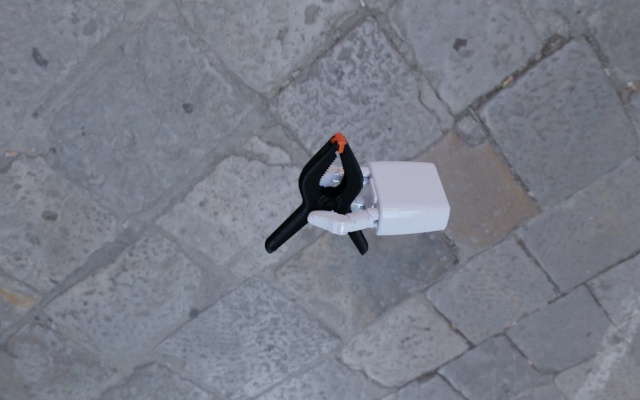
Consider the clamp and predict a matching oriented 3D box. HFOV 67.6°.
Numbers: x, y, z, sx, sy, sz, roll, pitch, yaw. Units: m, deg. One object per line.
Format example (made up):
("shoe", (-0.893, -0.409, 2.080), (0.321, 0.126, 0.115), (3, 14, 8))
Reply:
("clamp", (0.001, 0.002, 0.697), (0.164, 0.210, 0.036), (-4, 35, -11))
